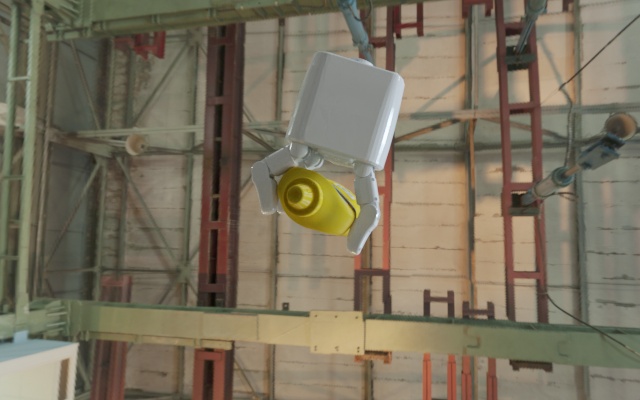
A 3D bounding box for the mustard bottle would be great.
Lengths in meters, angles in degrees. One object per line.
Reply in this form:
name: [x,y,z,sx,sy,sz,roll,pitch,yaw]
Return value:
mustard bottle: [0.000,0.002,0.558,0.096,0.058,0.191,41,6,14]
